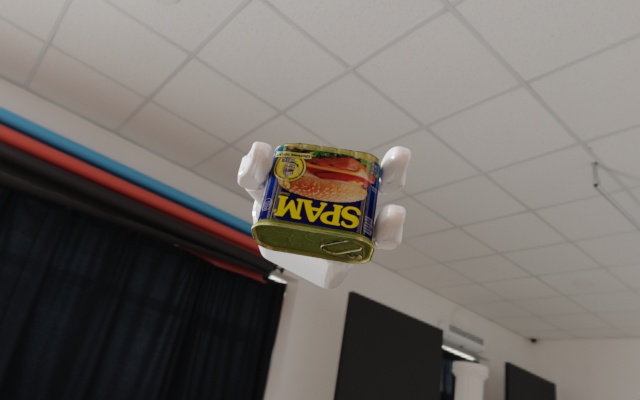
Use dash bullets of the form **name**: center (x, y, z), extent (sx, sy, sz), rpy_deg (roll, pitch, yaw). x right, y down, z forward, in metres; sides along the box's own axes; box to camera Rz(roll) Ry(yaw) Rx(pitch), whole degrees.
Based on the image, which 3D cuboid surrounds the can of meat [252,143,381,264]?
- **can of meat**: center (0.000, 0.001, 0.415), extent (0.102, 0.084, 0.057), rpy_deg (9, -27, 3)
